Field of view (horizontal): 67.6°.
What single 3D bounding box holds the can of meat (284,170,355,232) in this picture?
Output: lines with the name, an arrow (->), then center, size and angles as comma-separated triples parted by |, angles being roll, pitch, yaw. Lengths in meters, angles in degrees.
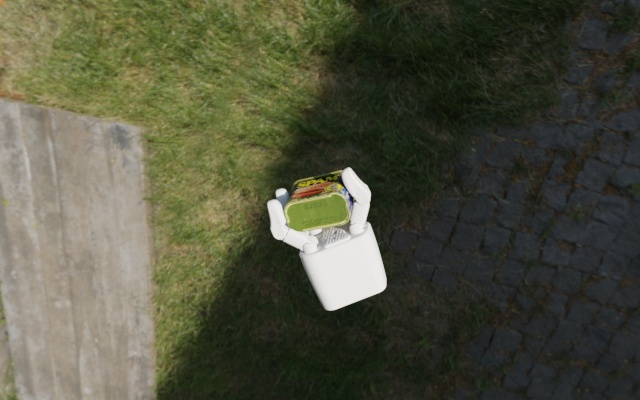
can of meat -> 0.000, 0.002, 0.723 | 0.102, 0.057, 0.084 | -12, 22, 14
